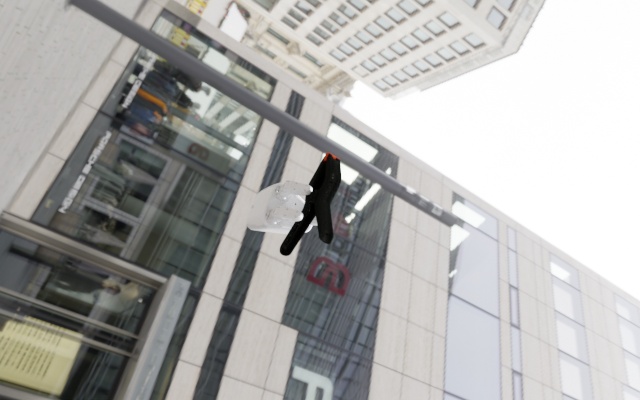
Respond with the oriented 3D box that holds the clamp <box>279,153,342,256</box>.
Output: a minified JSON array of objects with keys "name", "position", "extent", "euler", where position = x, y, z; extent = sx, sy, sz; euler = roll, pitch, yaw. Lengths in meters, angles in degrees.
[{"name":"clamp","position":[0.001,0.003,0.882],"extent":[0.036,0.210,0.164],"euler":[29,-20,-24]}]
